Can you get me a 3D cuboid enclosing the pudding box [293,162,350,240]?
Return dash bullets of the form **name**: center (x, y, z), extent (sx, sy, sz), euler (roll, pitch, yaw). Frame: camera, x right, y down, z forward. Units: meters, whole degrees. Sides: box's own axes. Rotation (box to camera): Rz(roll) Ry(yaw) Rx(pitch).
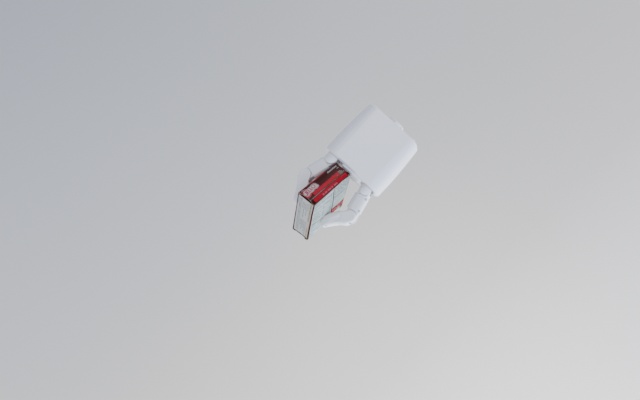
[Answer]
- **pudding box**: center (0.000, 0.003, 0.786), extent (0.090, 0.039, 0.114), euler (-39, -22, -29)
